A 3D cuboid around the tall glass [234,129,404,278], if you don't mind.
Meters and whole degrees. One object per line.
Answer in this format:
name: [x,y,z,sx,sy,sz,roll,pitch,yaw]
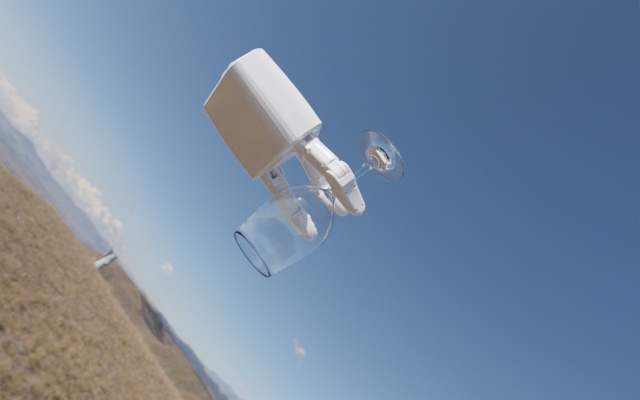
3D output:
tall glass: [0.001,0.001,0.543,0.201,0.079,0.079,-38,16,-22]
